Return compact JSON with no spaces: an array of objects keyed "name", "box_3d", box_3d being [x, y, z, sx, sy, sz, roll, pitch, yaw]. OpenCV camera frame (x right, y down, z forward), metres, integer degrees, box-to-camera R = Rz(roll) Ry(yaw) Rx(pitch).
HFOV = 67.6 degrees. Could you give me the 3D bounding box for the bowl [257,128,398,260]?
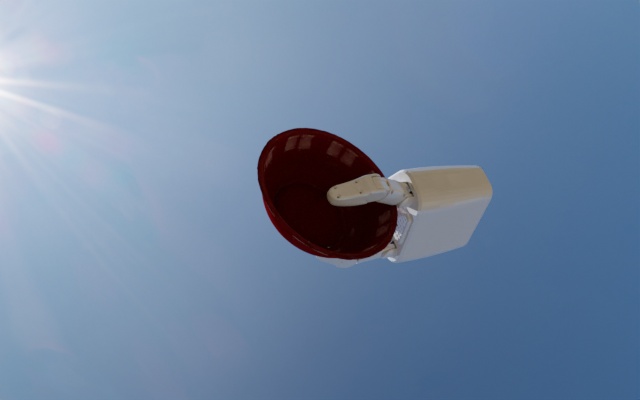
[{"name":"bowl","box_3d":[-0.001,0.002,0.507,0.162,0.162,0.055,0,-33,-33]}]
